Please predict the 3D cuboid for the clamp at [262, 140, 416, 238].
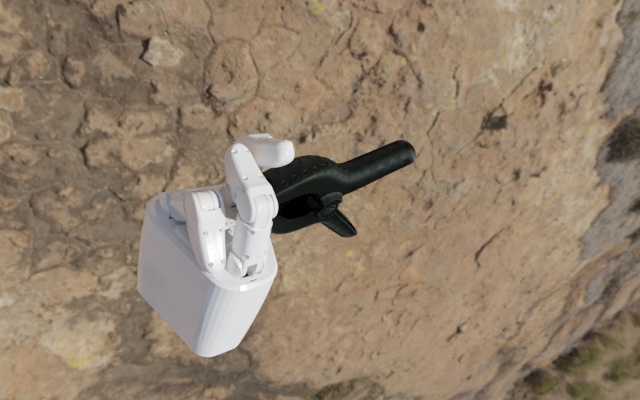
[{"bbox_3d":[0.000,0.002,0.421,0.171,0.120,0.039,-9,46,-36],"label":"clamp"}]
